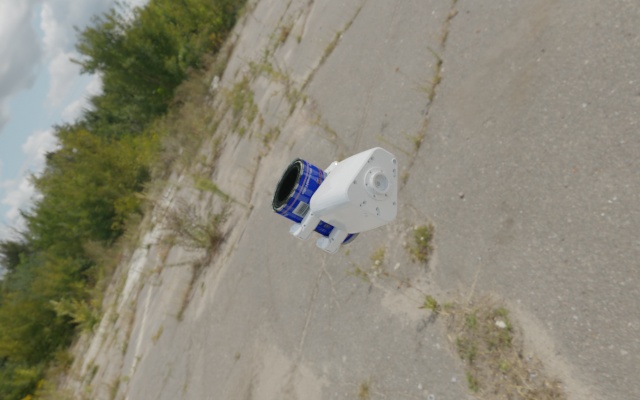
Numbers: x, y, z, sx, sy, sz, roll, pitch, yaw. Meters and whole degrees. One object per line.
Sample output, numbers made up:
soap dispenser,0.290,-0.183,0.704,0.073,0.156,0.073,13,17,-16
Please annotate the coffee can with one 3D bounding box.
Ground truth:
coffee can,0.000,0.003,0.822,0.140,0.103,0.103,27,-11,-21
